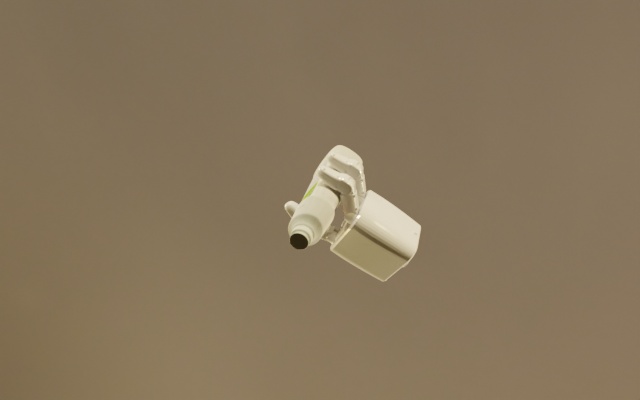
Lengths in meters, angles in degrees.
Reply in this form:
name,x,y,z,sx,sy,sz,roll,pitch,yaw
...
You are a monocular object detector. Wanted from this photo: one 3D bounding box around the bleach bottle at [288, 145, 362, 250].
name,x,y,z,sx,sy,sz,roll,pitch,yaw
bleach bottle,0.000,0.002,0.763,0.068,0.103,0.250,33,33,-2
